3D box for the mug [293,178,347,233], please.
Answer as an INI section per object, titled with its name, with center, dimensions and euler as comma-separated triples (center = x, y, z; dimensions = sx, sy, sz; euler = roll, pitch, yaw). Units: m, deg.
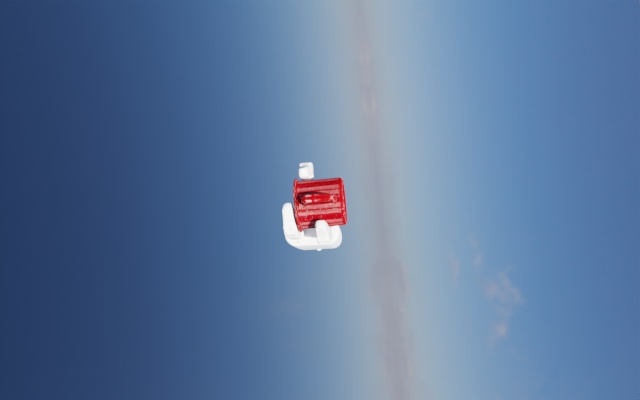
[mug]
center = 0.000, 0.002, 0.798
dimensions = 0.081, 0.093, 0.117
euler = -6, -11, 5
